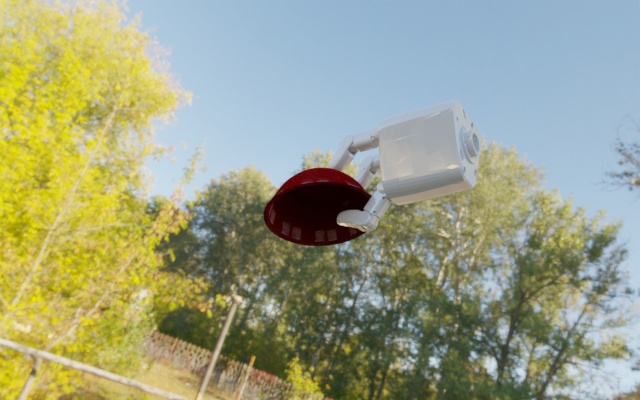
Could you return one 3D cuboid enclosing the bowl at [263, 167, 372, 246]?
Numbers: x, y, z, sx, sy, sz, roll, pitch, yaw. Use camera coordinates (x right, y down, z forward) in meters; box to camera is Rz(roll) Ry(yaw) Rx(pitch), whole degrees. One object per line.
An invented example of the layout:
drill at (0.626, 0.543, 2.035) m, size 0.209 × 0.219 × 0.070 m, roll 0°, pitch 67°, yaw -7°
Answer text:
bowl at (-0.001, 0.002, 0.685) m, size 0.162 × 0.055 × 0.162 m, roll -2°, pitch -36°, yaw -2°
